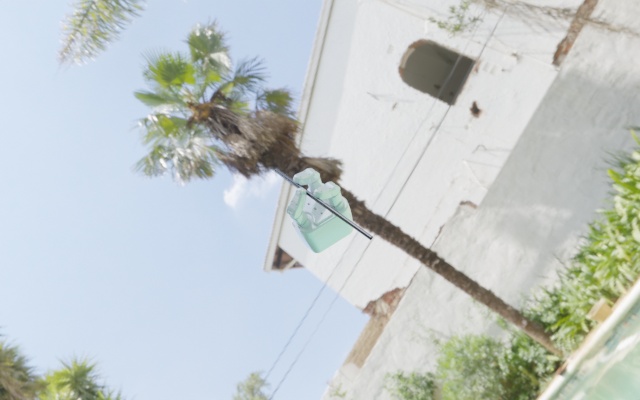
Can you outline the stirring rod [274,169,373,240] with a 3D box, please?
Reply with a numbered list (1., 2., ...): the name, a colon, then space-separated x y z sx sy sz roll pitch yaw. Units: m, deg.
1. stirring rod: 0.000 0.003 0.864 0.239 0.011 0.011 35 19 29
